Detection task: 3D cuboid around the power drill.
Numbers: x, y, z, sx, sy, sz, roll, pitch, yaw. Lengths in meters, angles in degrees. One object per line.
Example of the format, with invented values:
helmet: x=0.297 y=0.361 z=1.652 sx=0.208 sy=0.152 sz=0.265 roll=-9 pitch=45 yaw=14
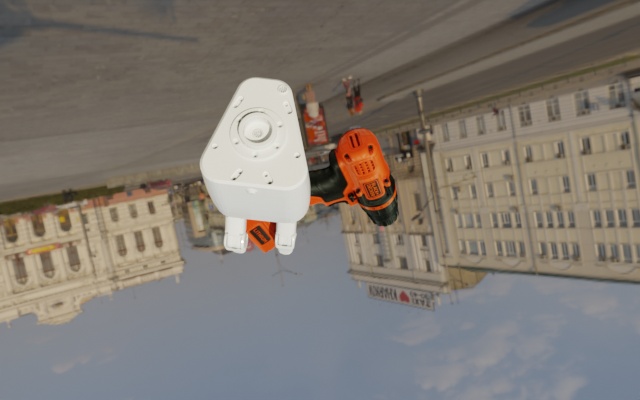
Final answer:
power drill: x=0.000 y=0.002 z=0.586 sx=0.187 sy=0.057 sz=0.184 roll=-21 pitch=-36 yaw=7
